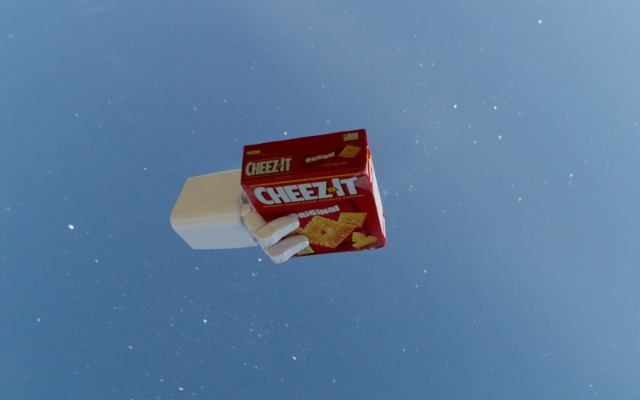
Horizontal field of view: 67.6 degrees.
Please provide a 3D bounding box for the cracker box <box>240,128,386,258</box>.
[{"bbox_3d":[0.000,0.002,0.680,0.164,0.072,0.214,-7,-33,11],"label":"cracker box"}]
